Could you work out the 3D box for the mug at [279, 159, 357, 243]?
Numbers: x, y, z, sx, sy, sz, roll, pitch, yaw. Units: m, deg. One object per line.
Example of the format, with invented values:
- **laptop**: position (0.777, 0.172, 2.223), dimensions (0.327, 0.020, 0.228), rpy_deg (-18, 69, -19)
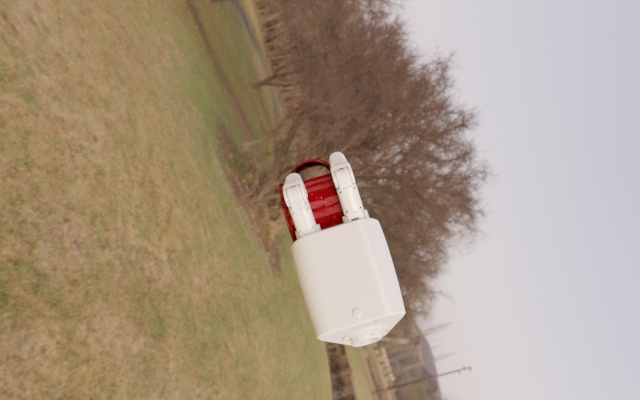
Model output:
- **mug**: position (0.000, 0.001, 0.579), dimensions (0.081, 0.117, 0.093), rpy_deg (-17, -27, 3)
